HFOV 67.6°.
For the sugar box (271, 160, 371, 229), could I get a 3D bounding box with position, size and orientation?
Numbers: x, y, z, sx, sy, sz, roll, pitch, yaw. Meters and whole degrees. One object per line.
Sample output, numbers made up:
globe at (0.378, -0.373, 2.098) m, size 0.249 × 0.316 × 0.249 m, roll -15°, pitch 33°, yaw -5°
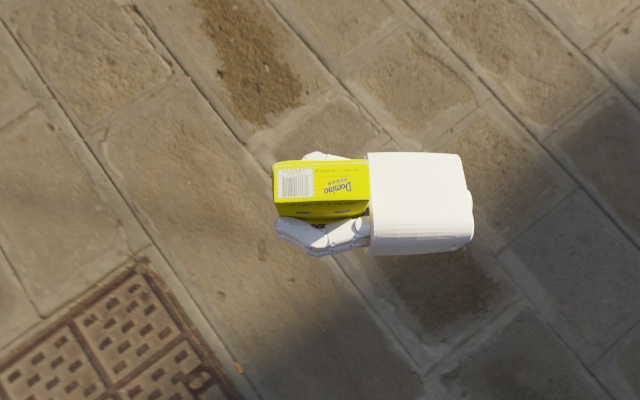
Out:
sugar box at (0.000, 0.002, 0.526) m, size 0.093 × 0.048 × 0.176 m, roll -1°, pitch -15°, yaw 0°
